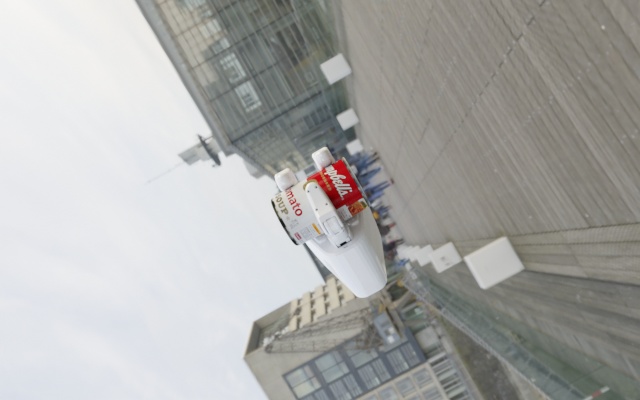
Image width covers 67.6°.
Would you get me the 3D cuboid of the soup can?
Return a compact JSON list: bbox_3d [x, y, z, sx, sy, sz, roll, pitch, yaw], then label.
[{"bbox_3d":[0.000,0.002,0.576,0.102,0.068,0.068,-29,-2,3],"label":"soup can"}]
